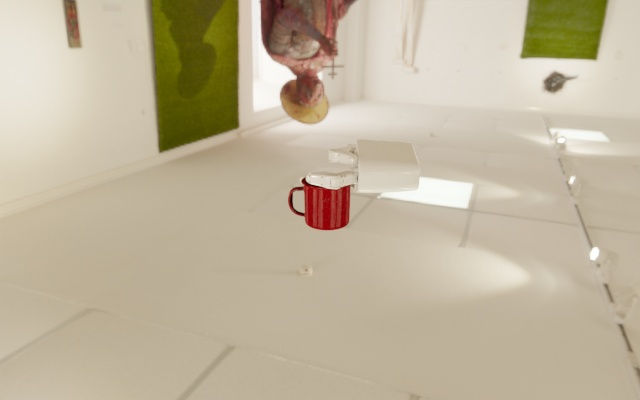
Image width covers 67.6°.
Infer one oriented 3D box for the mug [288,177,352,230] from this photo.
[{"bbox_3d":[-0.001,0.003,0.855,0.117,0.081,0.093,0,19,0],"label":"mug"}]
